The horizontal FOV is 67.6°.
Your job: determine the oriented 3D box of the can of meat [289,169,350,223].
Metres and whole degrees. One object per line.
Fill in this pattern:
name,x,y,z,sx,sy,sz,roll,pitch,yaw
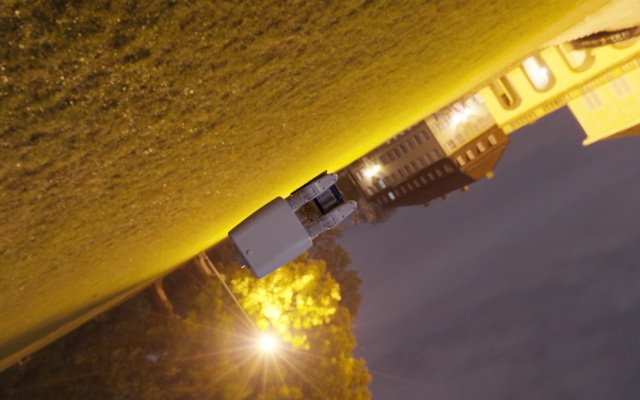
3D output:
can of meat,0.000,0.003,0.817,0.057,0.084,0.102,-34,3,-19
